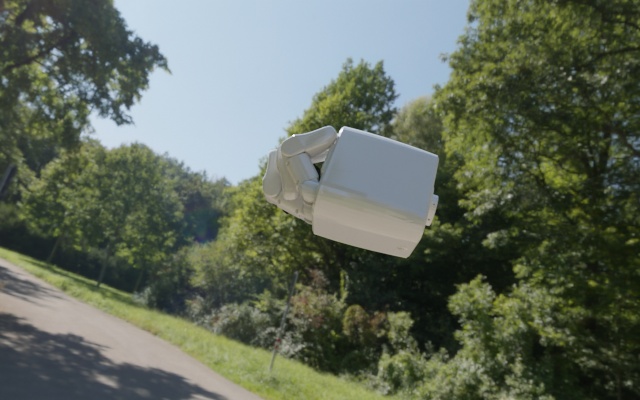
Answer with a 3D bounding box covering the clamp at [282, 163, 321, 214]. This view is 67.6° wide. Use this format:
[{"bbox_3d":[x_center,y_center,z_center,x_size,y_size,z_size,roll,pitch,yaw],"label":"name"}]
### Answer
[{"bbox_3d":[0.000,0.001,0.590,0.120,0.039,0.171,18,-16,7],"label":"clamp"}]
